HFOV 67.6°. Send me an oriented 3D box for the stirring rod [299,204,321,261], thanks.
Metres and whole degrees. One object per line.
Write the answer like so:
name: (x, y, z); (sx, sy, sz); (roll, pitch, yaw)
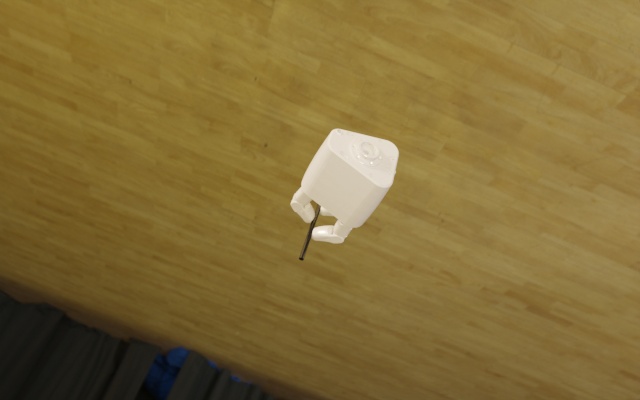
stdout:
stirring rod: (0.000, 0.003, 0.817); (0.011, 0.239, 0.011); (11, -40, 9)
